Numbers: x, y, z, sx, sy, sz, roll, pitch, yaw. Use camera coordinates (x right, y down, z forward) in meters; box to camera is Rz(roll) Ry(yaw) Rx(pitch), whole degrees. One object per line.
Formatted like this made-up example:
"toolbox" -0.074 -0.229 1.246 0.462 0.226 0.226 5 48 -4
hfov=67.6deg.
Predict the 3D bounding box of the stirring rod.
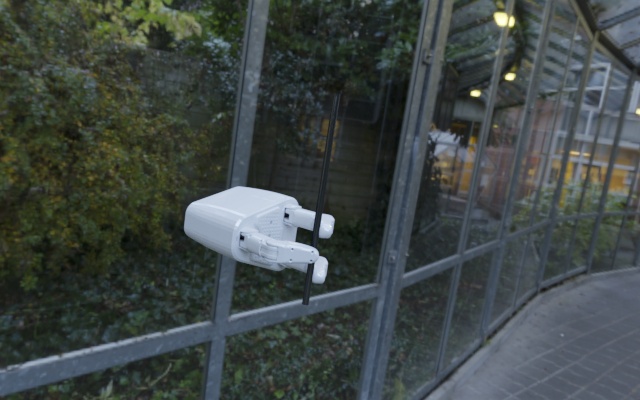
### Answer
"stirring rod" 0.000 0.002 0.536 0.011 0.239 0.011 8 8 -1
